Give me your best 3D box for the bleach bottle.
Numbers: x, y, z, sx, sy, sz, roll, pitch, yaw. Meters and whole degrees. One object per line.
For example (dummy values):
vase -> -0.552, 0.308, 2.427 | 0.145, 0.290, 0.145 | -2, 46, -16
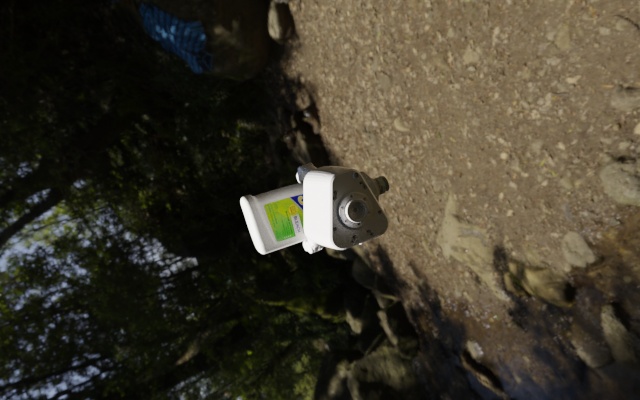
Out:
bleach bottle -> 0.000, 0.003, 0.808 | 0.251, 0.102, 0.068 | -20, 10, -18
